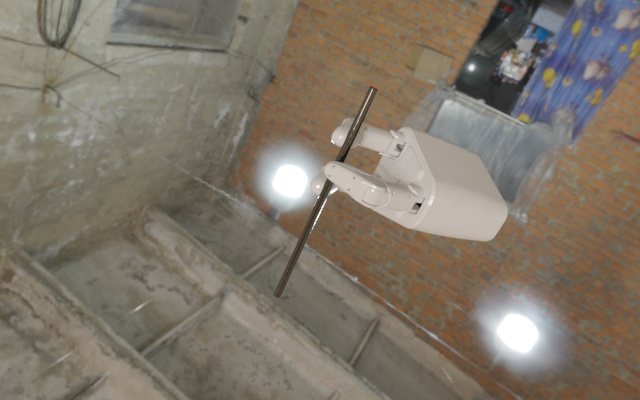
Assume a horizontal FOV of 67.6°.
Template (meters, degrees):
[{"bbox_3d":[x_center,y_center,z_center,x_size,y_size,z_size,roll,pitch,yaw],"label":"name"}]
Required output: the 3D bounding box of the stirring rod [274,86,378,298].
[{"bbox_3d":[0.000,0.001,0.467,0.011,0.240,0.011,21,23,-9],"label":"stirring rod"}]
